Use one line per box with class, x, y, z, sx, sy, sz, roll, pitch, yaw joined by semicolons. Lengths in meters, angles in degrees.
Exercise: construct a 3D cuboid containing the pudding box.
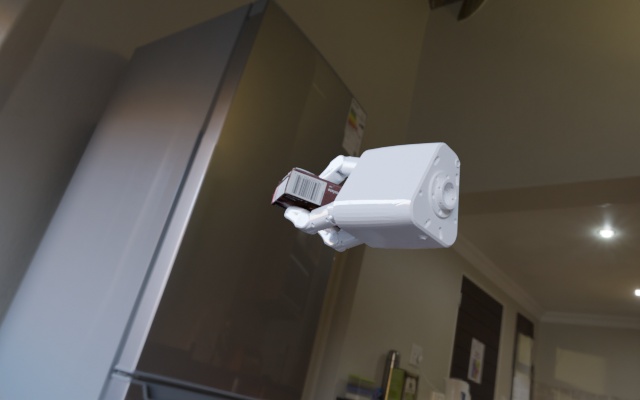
pudding box;0.000;0.002;0.623;0.113;0.039;0.090;23;-16;-12
